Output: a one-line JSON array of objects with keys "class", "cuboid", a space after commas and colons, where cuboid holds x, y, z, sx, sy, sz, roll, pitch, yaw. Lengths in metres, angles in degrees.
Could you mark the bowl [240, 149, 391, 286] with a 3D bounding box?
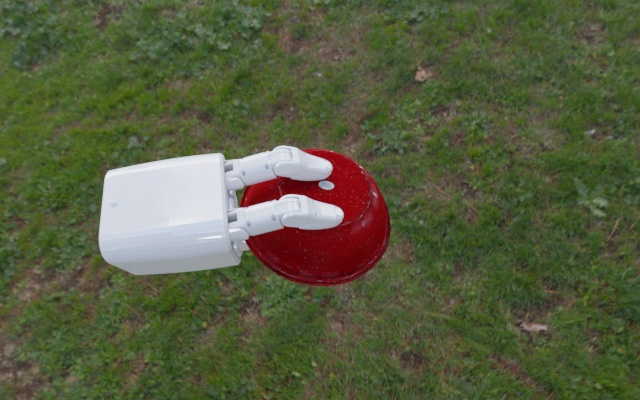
[{"class": "bowl", "cuboid": [0.001, 0.001, 0.481, 0.162, 0.162, 0.055, 0, -34, -12]}]
